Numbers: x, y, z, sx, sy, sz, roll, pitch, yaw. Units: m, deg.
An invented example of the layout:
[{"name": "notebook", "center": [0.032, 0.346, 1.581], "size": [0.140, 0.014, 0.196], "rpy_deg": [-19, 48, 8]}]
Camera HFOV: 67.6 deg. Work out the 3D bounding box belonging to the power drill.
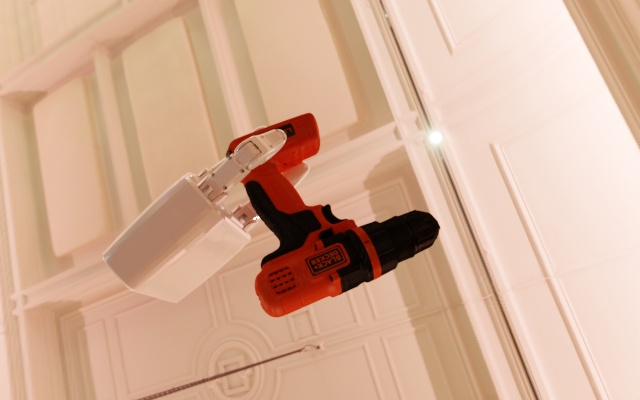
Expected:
[{"name": "power drill", "center": [0.000, 0.001, 0.474], "size": [0.184, 0.187, 0.057], "rpy_deg": [-21, -29, -13]}]
